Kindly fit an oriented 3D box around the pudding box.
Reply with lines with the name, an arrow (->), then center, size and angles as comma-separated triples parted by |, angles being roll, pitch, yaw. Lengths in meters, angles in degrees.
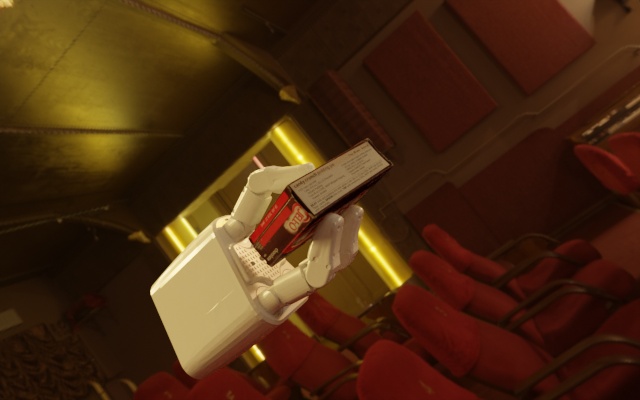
pudding box -> 0.000, 0.001, 0.417 | 0.113, 0.039, 0.090 | -36, -8, -41
